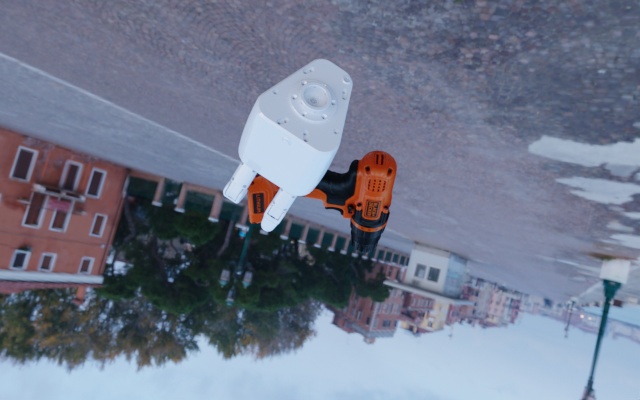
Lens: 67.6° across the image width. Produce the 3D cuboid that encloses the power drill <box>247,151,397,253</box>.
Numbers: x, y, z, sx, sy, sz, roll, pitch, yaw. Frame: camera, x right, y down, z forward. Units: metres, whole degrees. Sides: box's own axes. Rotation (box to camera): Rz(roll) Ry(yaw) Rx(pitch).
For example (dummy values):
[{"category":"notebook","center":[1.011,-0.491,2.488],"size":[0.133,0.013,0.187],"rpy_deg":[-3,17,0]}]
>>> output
[{"category":"power drill","center":[0.000,0.002,0.637],"size":[0.187,0.057,0.185],"rpy_deg":[5,-42,1]}]
